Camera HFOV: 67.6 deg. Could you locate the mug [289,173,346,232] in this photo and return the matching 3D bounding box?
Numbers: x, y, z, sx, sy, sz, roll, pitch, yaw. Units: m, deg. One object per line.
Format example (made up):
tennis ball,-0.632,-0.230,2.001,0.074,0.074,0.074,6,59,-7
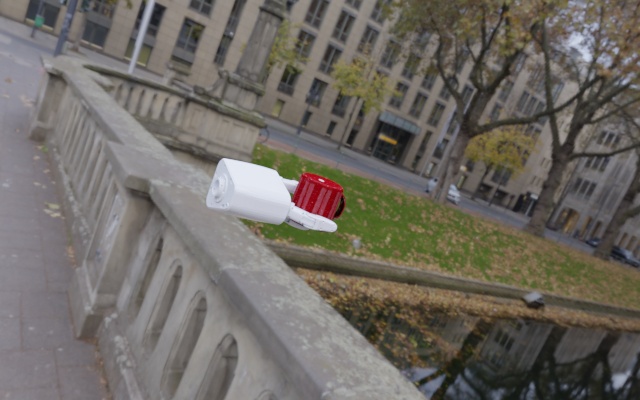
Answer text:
mug,0.001,0.003,0.870,0.117,0.081,0.093,13,14,-37
